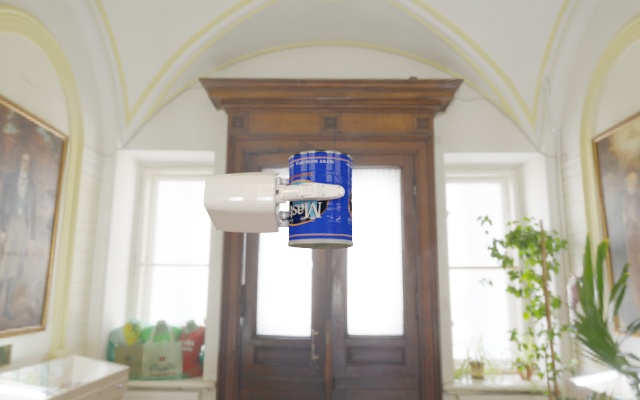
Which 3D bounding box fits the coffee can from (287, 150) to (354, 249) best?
[{"bbox_3d":[0.000,0.003,0.748,0.103,0.140,0.103,0,-10,0],"label":"coffee can"}]
